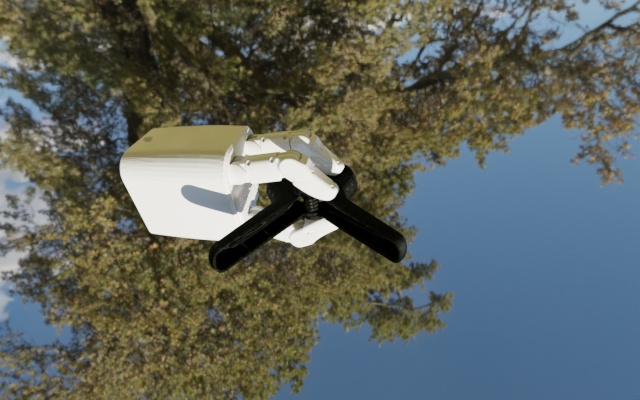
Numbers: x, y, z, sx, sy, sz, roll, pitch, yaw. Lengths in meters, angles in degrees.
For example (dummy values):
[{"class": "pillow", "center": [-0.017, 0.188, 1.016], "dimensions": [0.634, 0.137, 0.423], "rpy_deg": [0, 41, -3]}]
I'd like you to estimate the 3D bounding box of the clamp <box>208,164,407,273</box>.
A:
[{"class": "clamp", "center": [0.000, 0.002, 0.470], "dimensions": [0.164, 0.036, 0.210], "rpy_deg": [1, 30, 9]}]
